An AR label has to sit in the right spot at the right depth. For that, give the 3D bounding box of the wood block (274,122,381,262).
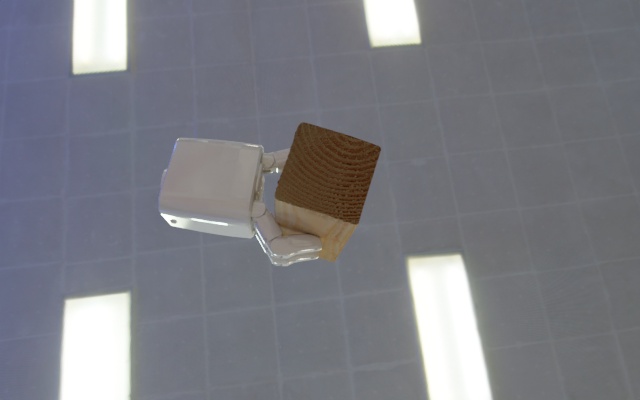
[{"bbox_3d":[0.000,0.002,0.573,0.090,0.090,0.206,18,-18,0],"label":"wood block"}]
